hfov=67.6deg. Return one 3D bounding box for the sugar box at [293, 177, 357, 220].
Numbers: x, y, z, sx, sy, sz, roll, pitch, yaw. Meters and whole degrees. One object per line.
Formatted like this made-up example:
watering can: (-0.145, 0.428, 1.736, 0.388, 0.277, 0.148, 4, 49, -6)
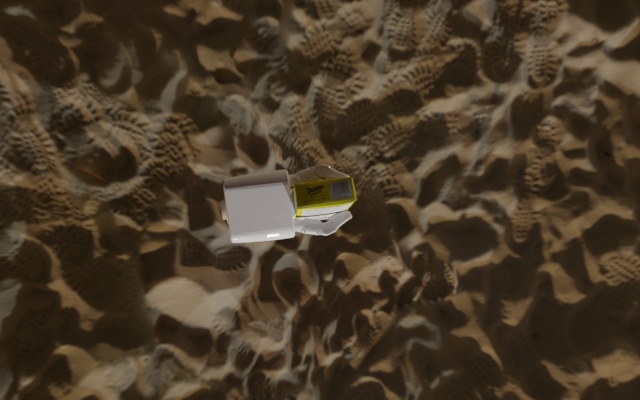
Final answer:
sugar box: (0.000, 0.002, 0.809, 0.093, 0.048, 0.176, -7, -7, -7)
